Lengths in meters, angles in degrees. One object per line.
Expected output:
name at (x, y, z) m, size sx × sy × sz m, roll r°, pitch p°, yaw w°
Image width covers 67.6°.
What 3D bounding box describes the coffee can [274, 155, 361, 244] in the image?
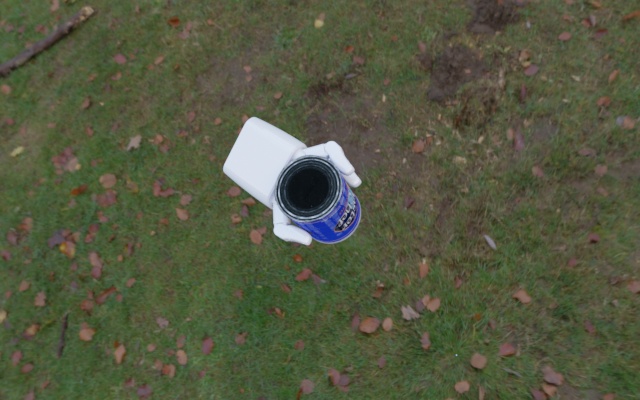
coffee can at (0.000, 0.003, 0.743) m, size 0.103 × 0.102 × 0.140 m, roll 0°, pitch -17°, yaw 16°
